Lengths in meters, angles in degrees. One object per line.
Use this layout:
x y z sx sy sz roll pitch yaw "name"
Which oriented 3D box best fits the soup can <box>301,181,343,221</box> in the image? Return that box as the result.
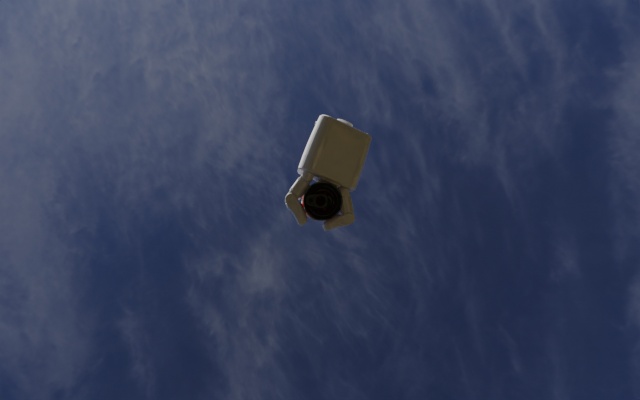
0.000 0.003 0.865 0.068 0.068 0.102 0 -3 -5 "soup can"
